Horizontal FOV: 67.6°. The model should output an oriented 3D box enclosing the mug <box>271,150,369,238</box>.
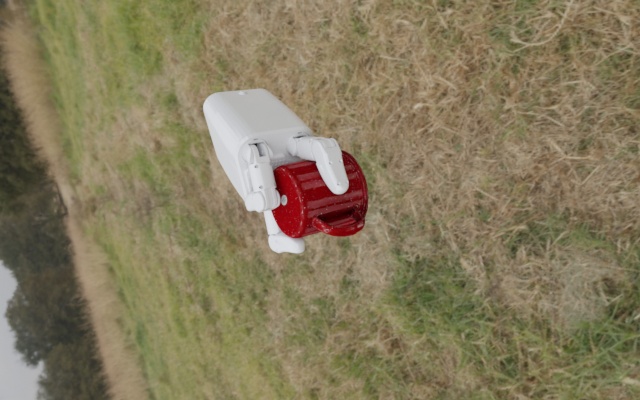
[{"bbox_3d":[0.001,0.003,0.527,0.081,0.093,0.117,-14,43,-31],"label":"mug"}]
